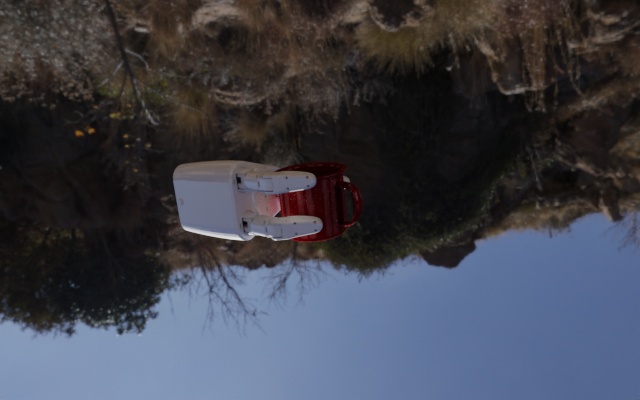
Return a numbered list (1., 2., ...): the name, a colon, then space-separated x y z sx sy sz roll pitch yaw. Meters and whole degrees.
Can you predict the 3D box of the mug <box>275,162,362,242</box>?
1. mug: 0.001 0.002 0.590 0.117 0.081 0.093 5 19 33
